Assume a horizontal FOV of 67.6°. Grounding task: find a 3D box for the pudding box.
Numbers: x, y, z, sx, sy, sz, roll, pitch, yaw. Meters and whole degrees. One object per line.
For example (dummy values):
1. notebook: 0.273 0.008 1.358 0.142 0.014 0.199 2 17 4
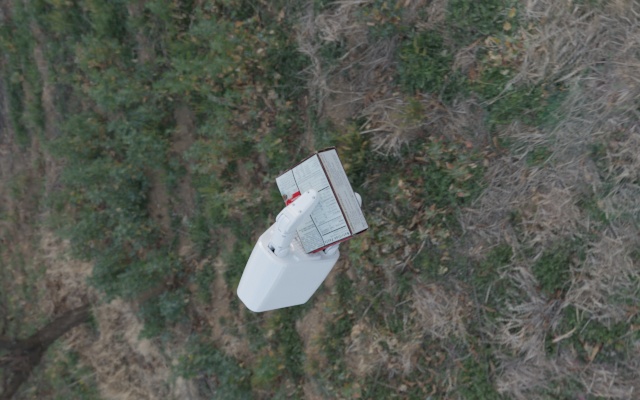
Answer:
1. pudding box: 0.000 0.002 0.599 0.090 0.113 0.039 -26 -3 43
